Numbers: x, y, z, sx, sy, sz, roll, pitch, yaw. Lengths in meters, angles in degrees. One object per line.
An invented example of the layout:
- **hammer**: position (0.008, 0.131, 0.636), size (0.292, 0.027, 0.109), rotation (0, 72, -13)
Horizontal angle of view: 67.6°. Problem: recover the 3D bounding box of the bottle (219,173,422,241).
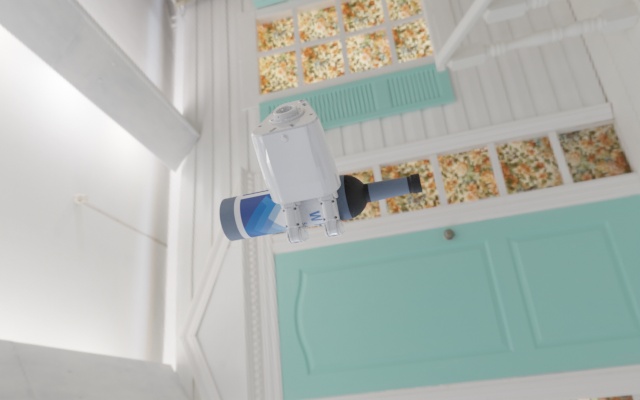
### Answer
- **bottle**: position (0.000, 0.002, 0.705), size (0.296, 0.069, 0.069), rotation (-11, -2, 12)
